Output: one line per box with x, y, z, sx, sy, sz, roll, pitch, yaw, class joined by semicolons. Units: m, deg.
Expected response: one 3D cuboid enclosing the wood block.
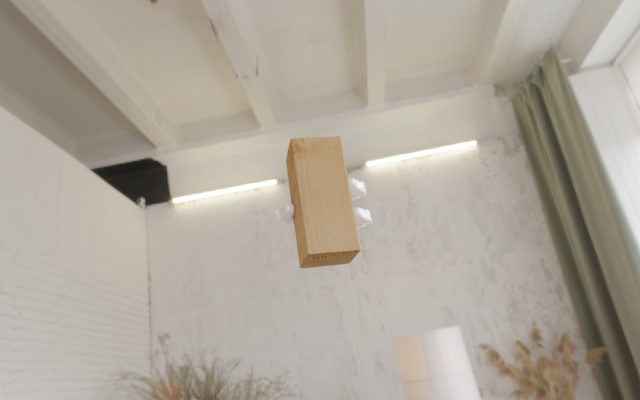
0.000;0.003;0.822;0.091;0.206;0.090;-4;-21;-13;wood block
